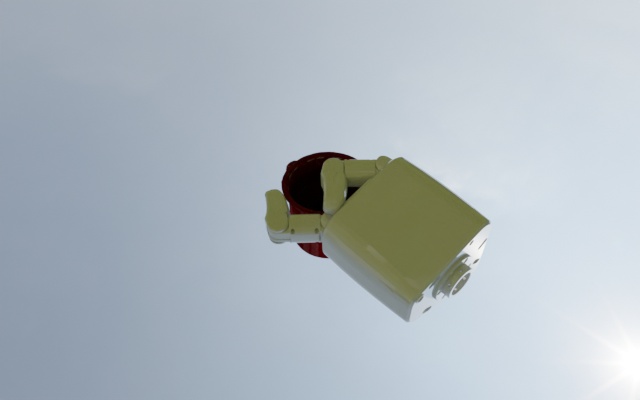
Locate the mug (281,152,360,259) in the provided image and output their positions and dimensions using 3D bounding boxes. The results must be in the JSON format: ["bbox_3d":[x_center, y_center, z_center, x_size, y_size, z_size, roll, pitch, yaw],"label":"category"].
[{"bbox_3d":[-0.001,0.001,0.520,0.093,0.082,0.117,-33,54,-25],"label":"mug"}]
